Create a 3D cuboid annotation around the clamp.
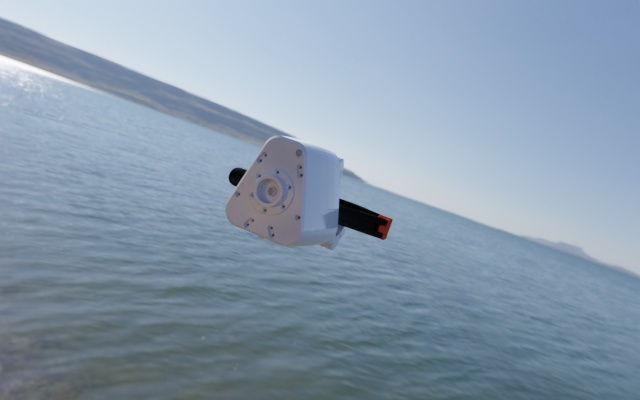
[{"bbox_3d":[0.001,0.002,0.652,0.210,0.036,0.164,20,7,18],"label":"clamp"}]
